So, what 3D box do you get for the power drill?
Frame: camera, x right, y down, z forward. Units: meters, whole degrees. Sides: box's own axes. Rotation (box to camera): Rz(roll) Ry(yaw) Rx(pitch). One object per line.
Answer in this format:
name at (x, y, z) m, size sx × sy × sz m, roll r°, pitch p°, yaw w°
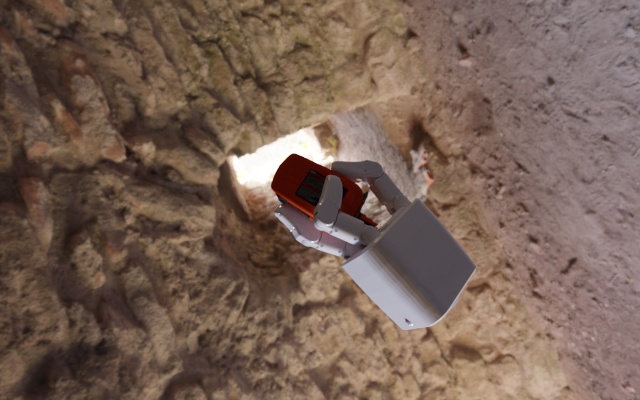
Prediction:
power drill at (0.000, 0.002, 0.619) m, size 0.184 × 0.057 × 0.188 m, roll 28°, pitch -6°, yaw 17°
